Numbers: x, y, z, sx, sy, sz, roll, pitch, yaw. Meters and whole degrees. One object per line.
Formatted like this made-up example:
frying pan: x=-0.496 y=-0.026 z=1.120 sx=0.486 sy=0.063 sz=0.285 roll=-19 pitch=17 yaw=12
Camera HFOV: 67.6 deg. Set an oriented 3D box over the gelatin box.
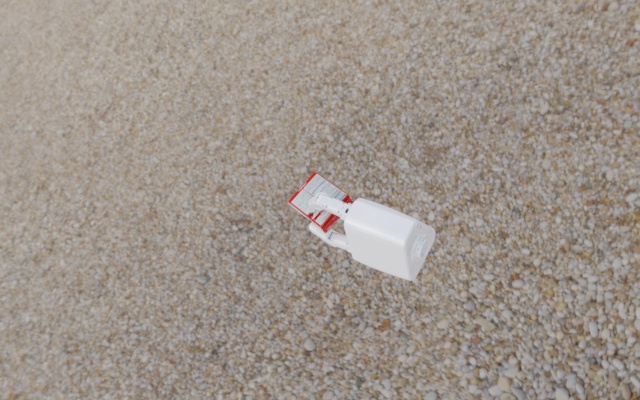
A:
gelatin box: x=0.000 y=0.002 z=0.821 sx=0.089 sy=0.073 sz=0.030 roll=36 pitch=-9 yaw=32
